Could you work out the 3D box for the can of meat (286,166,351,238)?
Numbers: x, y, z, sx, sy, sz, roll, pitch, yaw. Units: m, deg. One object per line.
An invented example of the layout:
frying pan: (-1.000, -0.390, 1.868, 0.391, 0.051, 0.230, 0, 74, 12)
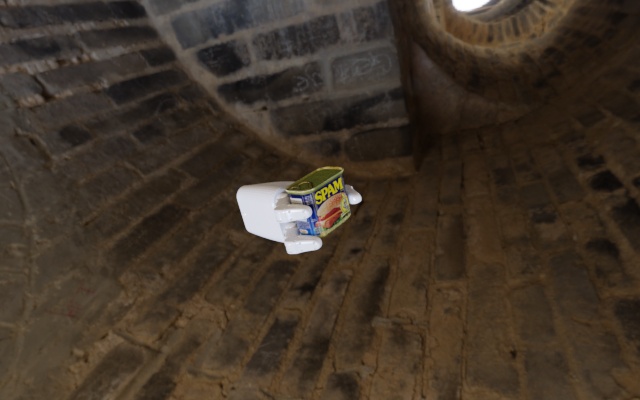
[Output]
can of meat: (0.000, 0.003, 0.772, 0.057, 0.084, 0.102, 6, 28, 41)
